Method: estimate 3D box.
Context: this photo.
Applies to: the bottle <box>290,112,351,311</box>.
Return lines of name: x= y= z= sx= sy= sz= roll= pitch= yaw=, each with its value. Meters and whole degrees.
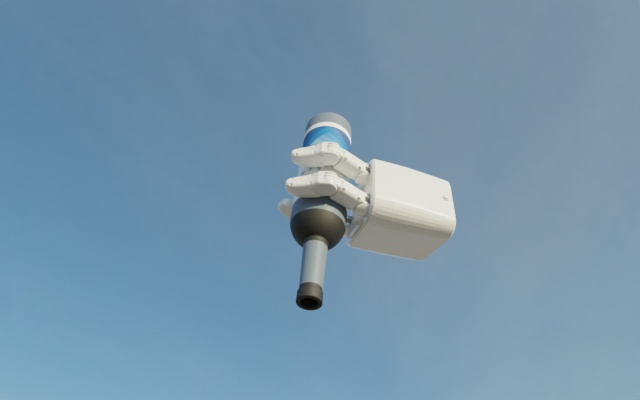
bottle: x=0.000 y=0.002 z=0.587 sx=0.069 sy=0.069 sz=0.295 roll=0 pitch=44 yaw=6
